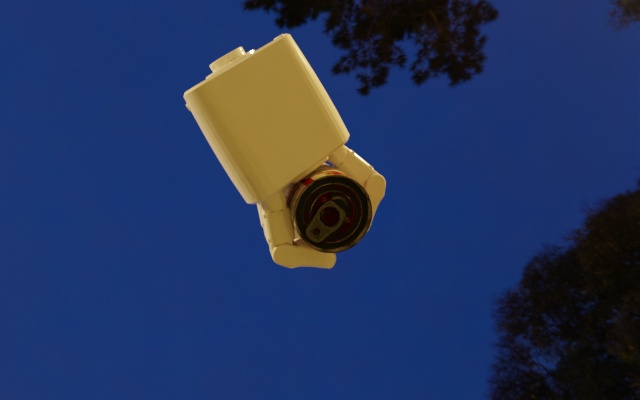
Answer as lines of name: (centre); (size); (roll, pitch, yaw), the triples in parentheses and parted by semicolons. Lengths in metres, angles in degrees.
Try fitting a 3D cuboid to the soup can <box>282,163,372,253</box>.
soup can: (0.000, 0.002, 0.447); (0.068, 0.068, 0.102); (0, 12, -13)
